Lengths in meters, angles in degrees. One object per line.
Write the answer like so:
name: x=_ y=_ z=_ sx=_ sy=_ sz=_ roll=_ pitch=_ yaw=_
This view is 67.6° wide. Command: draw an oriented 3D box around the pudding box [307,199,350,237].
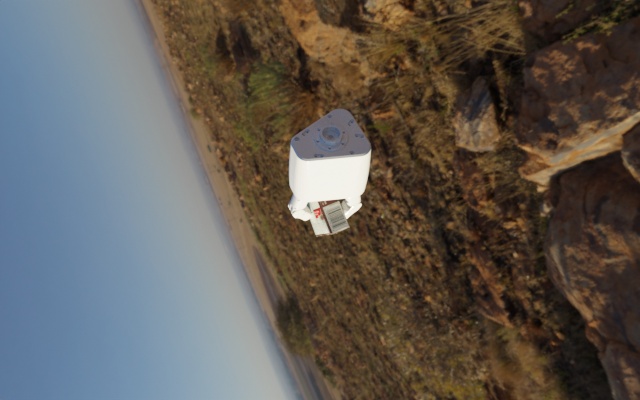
pudding box: x=0.000 y=0.003 z=0.809 sx=0.039 sy=0.113 sz=0.090 roll=-20 pitch=0 yaw=-17
